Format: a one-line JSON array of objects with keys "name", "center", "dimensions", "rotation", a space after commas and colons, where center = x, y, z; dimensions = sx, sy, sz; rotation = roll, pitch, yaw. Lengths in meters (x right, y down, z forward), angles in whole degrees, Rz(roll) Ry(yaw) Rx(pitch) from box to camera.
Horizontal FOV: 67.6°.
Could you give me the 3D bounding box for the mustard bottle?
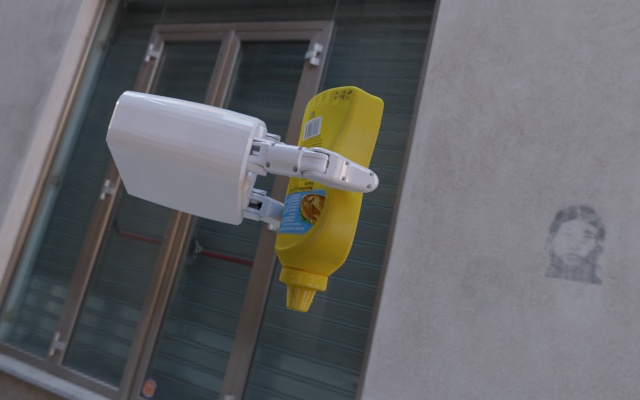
[{"name": "mustard bottle", "center": [0.000, 0.001, 0.423], "dimensions": [0.058, 0.191, 0.096], "rotation": [19, -12, -28]}]
